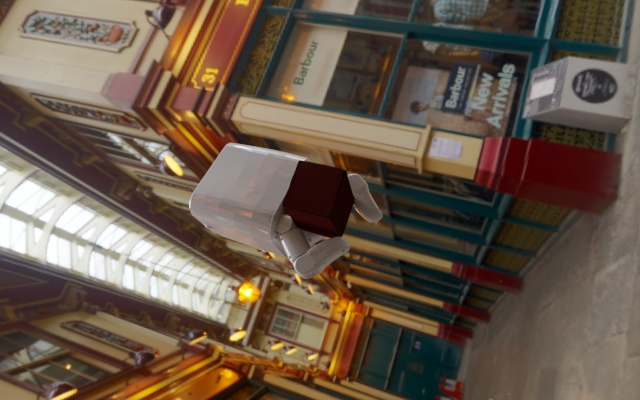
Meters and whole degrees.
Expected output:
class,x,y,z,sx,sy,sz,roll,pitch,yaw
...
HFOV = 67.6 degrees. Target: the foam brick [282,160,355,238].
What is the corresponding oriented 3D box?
class,x,y,z,sx,sy,sz,roll,pitch,yaw
foam brick,0.000,0.001,0.492,0.051,0.053,0.078,15,-18,16
